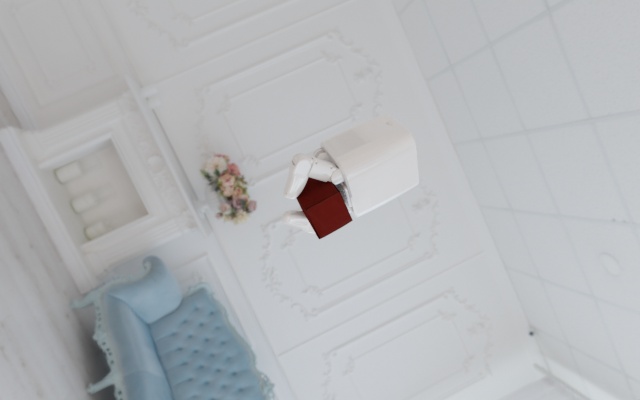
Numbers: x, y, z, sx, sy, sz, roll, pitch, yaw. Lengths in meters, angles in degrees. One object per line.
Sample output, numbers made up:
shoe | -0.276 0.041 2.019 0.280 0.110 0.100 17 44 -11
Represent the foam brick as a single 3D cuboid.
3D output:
foam brick | 0.000 0.002 0.633 0.051 0.053 0.078 -27 34 -4
